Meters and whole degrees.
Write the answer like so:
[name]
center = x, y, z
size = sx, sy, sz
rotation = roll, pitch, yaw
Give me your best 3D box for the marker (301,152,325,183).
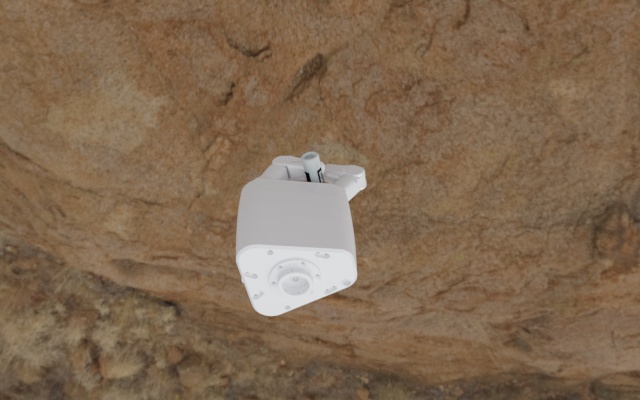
[marker]
center = 0.000, 0.002, 0.534
size = 0.020, 0.121, 0.020
rotation = -9, 35, 6
